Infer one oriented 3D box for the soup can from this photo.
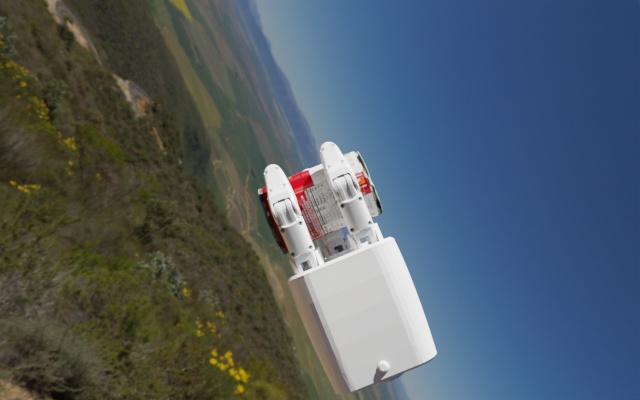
[{"bbox_3d":[0.000,0.001,0.460,0.102,0.068,0.068,-22,-1,1],"label":"soup can"}]
